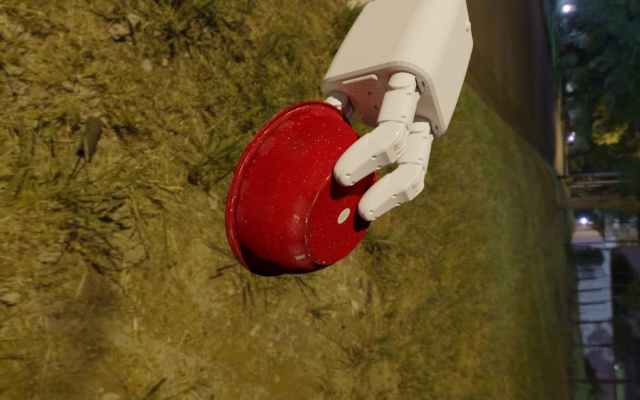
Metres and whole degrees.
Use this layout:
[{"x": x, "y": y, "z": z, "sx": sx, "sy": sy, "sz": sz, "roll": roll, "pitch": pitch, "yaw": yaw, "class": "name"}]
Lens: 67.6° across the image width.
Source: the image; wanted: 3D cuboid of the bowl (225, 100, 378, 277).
[{"x": 0.000, "y": 0.003, "z": 0.403, "sx": 0.055, "sy": 0.162, "sz": 0.162, "roll": 25, "pitch": 16, "yaw": 36, "class": "bowl"}]
